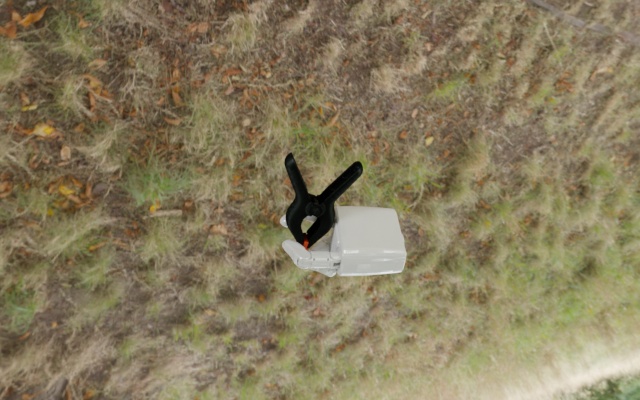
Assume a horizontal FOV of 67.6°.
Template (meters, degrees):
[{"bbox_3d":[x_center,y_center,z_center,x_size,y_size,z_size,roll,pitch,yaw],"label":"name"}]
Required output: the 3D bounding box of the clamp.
[{"bbox_3d":[0.000,0.003,0.744,0.120,0.172,0.039,2,35,-7],"label":"clamp"}]
